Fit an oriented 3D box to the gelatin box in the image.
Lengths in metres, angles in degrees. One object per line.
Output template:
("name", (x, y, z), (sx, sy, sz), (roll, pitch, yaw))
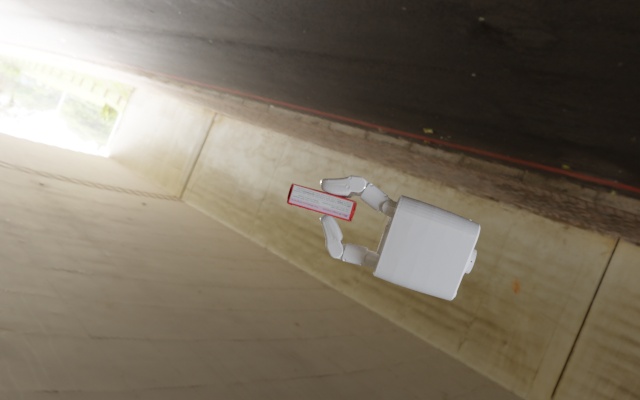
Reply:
("gelatin box", (0.000, 0.002, 0.644), (0.089, 0.030, 0.073), (15, -1, -3))
